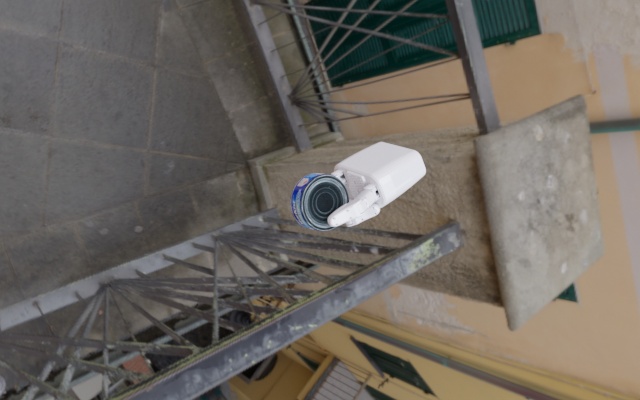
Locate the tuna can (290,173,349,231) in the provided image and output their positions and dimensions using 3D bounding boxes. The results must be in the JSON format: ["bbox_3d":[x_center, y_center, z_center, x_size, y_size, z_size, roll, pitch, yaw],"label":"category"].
[{"bbox_3d":[0.000,0.002,0.709,0.086,0.086,0.034,0,5,-32],"label":"tuna can"}]
